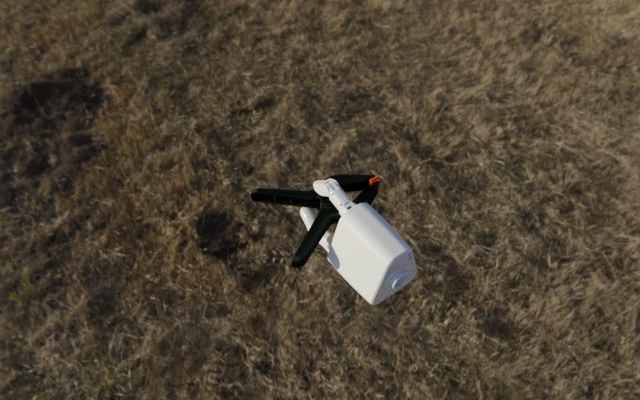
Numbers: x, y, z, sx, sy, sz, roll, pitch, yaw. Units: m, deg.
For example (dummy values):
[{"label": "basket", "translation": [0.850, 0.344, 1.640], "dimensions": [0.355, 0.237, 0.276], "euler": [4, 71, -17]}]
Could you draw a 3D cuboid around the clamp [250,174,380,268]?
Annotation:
[{"label": "clamp", "translation": [0.001, 0.002, 0.778], "dimensions": [0.210, 0.164, 0.036], "euler": [-29, -33, -22]}]
